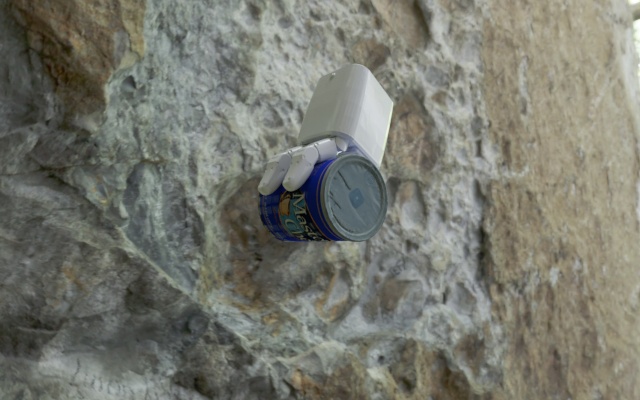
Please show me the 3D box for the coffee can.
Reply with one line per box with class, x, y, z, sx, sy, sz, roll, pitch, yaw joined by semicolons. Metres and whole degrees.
coffee can;0.000;0.002;0.609;0.103;0.103;0.140;0;-4;-39
